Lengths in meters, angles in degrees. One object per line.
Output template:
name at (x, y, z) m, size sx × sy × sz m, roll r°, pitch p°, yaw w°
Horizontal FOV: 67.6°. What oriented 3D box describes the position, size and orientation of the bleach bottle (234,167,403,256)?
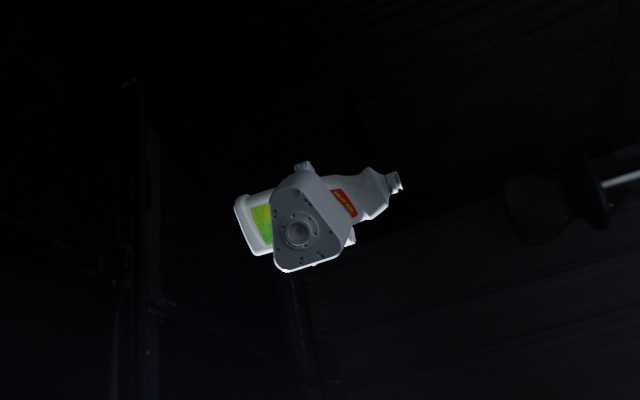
bleach bottle at (0.000, 0.003, 0.741) m, size 0.251 × 0.102 × 0.068 m, roll -19°, pitch 9°, yaw 11°
